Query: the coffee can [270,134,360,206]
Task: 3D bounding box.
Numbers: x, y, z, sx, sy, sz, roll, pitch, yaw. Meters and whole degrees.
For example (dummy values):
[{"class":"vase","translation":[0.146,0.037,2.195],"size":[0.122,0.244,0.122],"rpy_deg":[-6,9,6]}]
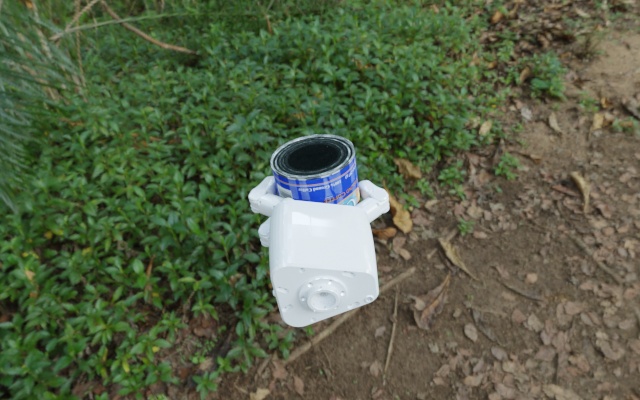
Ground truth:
[{"class":"coffee can","translation":[0.000,0.002,0.606],"size":[0.103,0.140,0.102],"rpy_deg":[-7,35,5]}]
